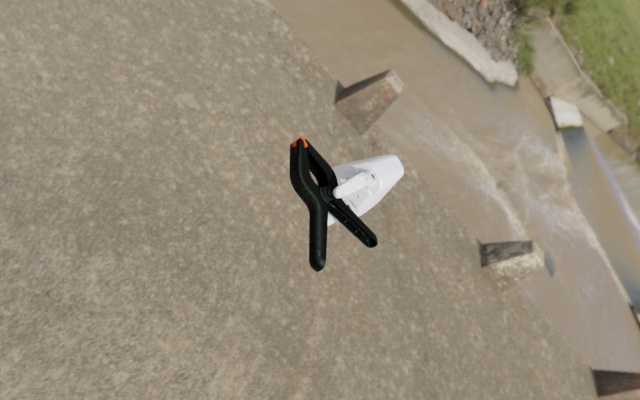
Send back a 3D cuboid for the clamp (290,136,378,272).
[{"bbox_3d":[0.001,0.002,0.729,0.036,0.210,0.164,-29,-3,35],"label":"clamp"}]
